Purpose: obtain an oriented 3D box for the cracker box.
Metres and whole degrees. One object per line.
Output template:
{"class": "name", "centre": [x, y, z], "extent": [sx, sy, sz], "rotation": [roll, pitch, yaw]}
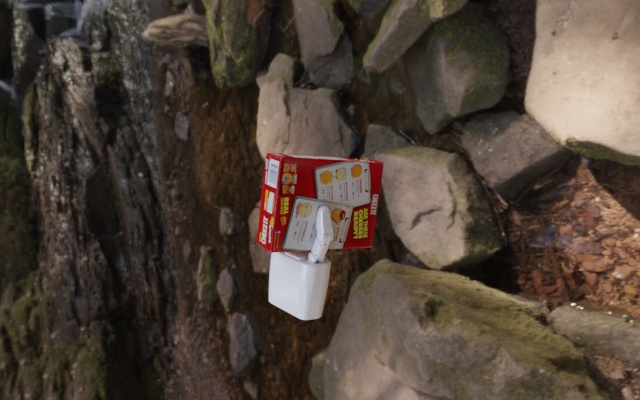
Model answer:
{"class": "cracker box", "centre": [0.000, 0.003, 0.856], "extent": [0.214, 0.164, 0.072], "rotation": [0, 13, -32]}
